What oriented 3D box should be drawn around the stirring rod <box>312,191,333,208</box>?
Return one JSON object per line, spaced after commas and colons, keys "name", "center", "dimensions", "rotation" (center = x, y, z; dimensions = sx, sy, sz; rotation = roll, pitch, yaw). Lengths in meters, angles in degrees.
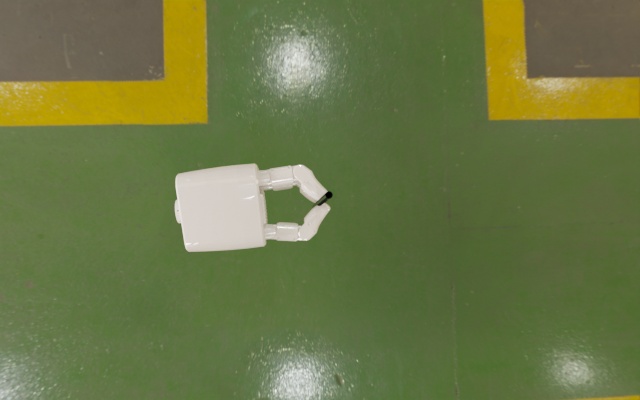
{"name": "stirring rod", "center": [0.000, 0.002, 0.630], "dimensions": [0.011, 0.011, 0.239], "rotation": [0, -4, -4]}
